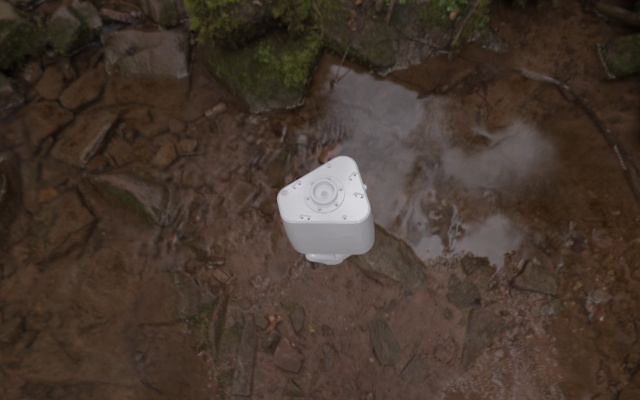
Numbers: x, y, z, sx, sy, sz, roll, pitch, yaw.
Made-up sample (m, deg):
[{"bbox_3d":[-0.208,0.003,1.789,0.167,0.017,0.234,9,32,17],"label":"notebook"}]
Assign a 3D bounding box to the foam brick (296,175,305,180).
[{"bbox_3d":[0.000,0.002,0.702,0.053,0.078,0.051,-16,-25,1],"label":"foam brick"}]
